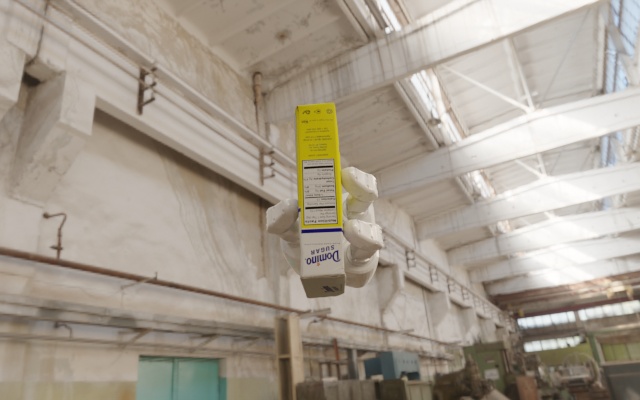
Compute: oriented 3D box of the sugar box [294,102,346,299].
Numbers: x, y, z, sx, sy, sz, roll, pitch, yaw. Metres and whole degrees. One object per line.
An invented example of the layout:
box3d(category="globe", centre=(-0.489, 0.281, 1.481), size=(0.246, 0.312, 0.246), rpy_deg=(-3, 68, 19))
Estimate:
box3d(category="sugar box", centre=(0.001, 0.001, 0.478), size=(0.048, 0.176, 0.093), rpy_deg=(-5, -22, 0))
